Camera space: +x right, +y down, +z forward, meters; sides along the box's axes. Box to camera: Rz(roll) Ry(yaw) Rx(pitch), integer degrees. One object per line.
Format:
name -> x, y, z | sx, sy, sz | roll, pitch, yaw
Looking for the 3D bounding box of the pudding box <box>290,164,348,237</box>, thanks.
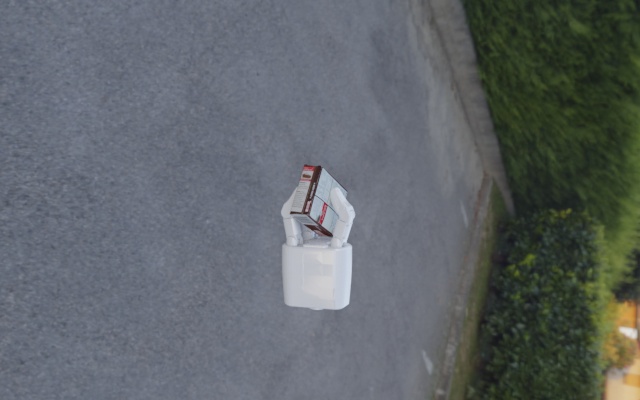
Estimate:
pudding box -> 0.000, 0.003, 0.805 | 0.039, 0.090, 0.113 | 6, -19, 28
